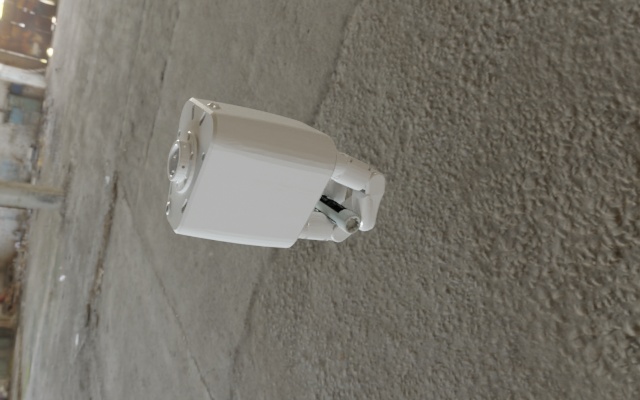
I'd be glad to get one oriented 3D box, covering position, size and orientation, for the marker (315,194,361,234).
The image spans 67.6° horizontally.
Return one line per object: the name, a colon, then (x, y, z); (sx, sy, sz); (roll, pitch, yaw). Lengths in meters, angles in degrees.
marker: (0.000, 0.002, 0.479); (0.020, 0.020, 0.121); (0, 20, -31)
